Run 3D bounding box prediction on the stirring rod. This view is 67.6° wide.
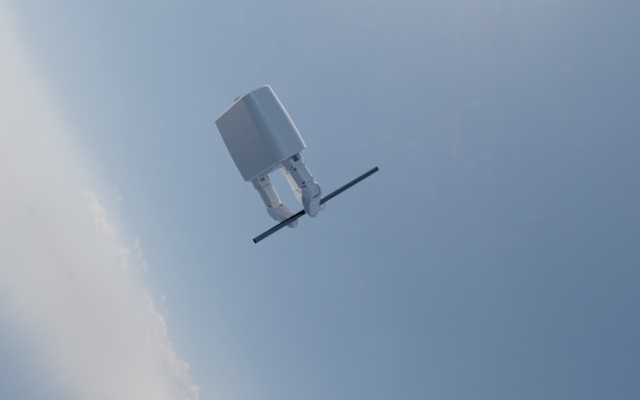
[{"bbox_3d":[0.000,0.002,0.716,0.239,0.011,0.011,-31,15,-28],"label":"stirring rod"}]
